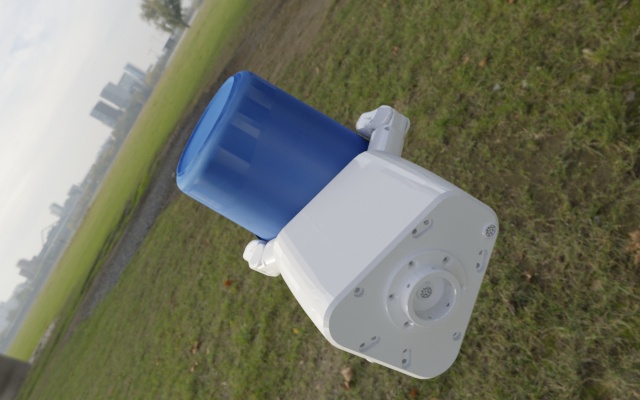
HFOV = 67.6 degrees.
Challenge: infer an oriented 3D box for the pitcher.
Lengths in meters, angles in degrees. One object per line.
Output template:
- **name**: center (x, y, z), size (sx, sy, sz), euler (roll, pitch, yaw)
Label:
- **pitcher**: center (0.000, 0.001, 0.426), size (0.243, 0.149, 0.145), euler (30, 4, -24)
